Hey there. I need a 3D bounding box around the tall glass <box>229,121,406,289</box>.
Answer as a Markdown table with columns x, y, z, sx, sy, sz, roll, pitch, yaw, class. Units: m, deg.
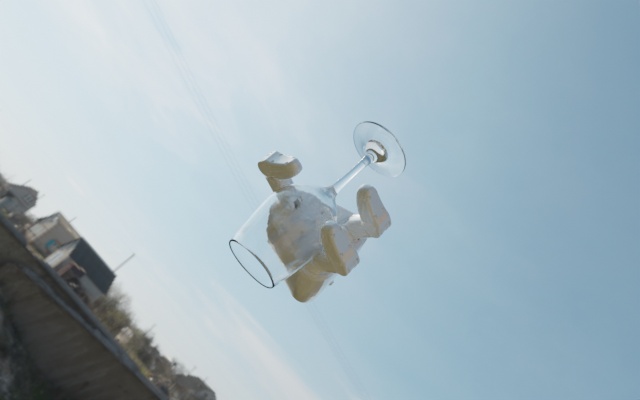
| x | y | z | sx | sy | sz | roll | pitch | yaw | class |
| --- | --- | --- | --- | --- | --- | --- | --- | --- | --- |
| 0.001 | 0.001 | 0.498 | 0.201 | 0.079 | 0.079 | -42 | 21 | -26 | tall glass |
